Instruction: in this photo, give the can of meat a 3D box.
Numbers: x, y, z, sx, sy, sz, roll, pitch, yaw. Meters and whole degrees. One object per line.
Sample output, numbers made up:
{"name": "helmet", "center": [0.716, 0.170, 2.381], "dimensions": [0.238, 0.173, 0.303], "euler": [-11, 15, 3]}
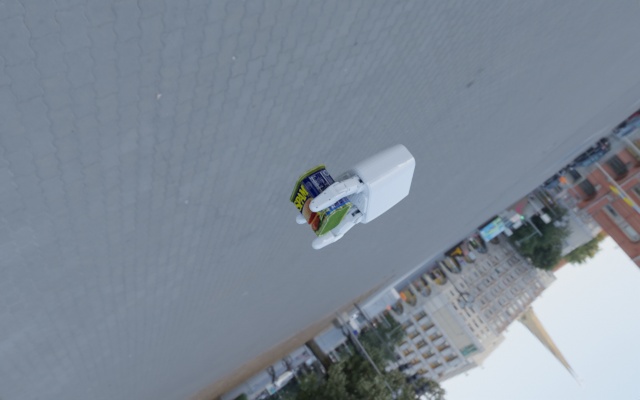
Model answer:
{"name": "can of meat", "center": [0.000, 0.003, 0.796], "dimensions": [0.057, 0.084, 0.102], "euler": [-29, -17, -27]}
